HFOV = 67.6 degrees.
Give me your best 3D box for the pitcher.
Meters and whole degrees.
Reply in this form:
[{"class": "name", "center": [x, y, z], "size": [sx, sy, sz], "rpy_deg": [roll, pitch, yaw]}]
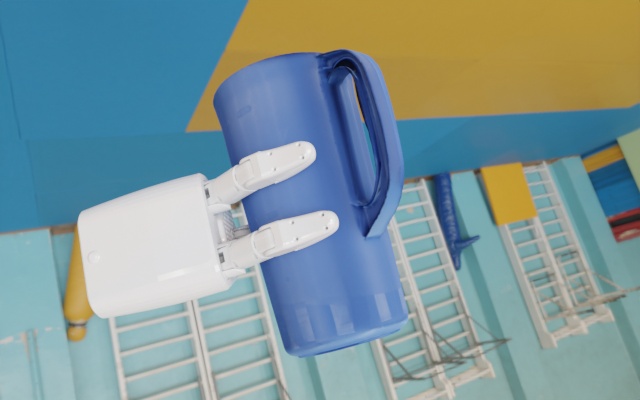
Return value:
[{"class": "pitcher", "center": [0.000, 0.001, 0.417], "size": [0.145, 0.242, 0.149], "rpy_deg": [-15, -13, -1]}]
